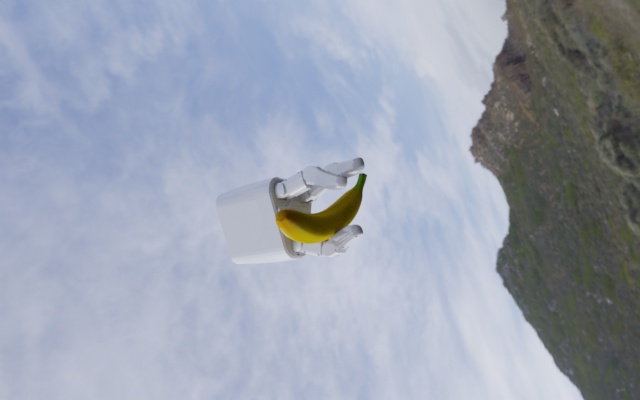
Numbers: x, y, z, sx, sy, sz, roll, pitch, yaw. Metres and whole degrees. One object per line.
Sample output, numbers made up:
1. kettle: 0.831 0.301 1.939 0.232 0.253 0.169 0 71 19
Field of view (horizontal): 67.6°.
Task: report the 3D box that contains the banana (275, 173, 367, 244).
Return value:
1. banana: 0.004 0.019 0.613 0.037 0.070 0.197 5 19 32
